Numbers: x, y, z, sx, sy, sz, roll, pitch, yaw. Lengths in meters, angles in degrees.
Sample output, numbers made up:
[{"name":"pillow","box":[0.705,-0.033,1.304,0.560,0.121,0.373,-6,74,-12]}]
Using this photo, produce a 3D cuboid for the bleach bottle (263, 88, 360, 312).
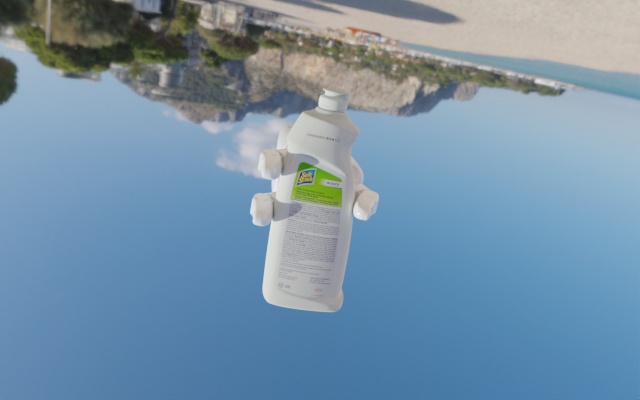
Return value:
[{"name":"bleach bottle","box":[0.000,0.002,0.545,0.102,0.251,0.068,9,19,-10]}]
